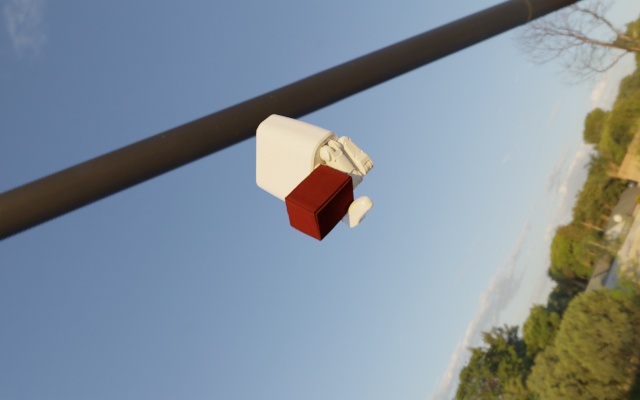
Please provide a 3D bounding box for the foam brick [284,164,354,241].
[{"bbox_3d":[0.000,0.002,0.605,0.051,0.053,0.078,24,52,29],"label":"foam brick"}]
